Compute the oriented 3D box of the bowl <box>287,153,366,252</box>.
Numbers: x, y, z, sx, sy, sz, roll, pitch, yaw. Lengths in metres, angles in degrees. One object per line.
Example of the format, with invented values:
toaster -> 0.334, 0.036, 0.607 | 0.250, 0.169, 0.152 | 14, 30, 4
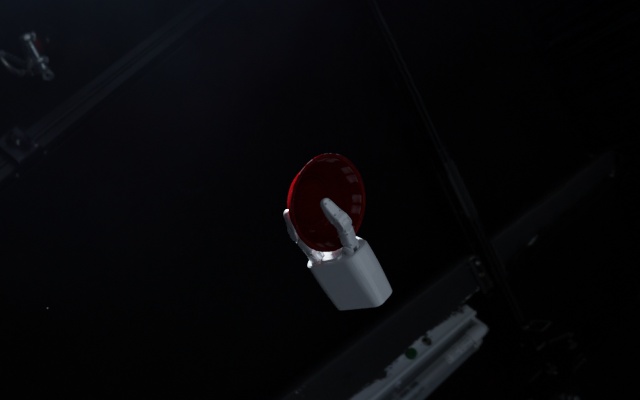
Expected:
bowl -> 0.000, 0.001, 0.795 | 0.162, 0.162, 0.055 | 0, 5, -40
